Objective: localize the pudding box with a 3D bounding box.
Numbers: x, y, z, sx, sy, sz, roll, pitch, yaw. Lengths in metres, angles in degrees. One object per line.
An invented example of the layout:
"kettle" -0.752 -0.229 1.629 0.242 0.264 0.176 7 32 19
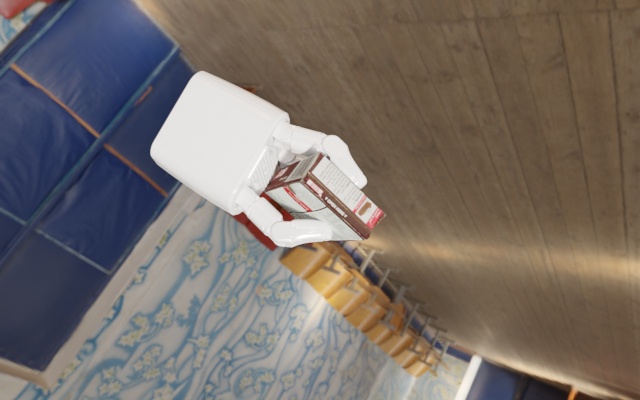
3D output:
"pudding box" 0.000 0.002 0.489 0.090 0.039 0.113 42 -18 -15
